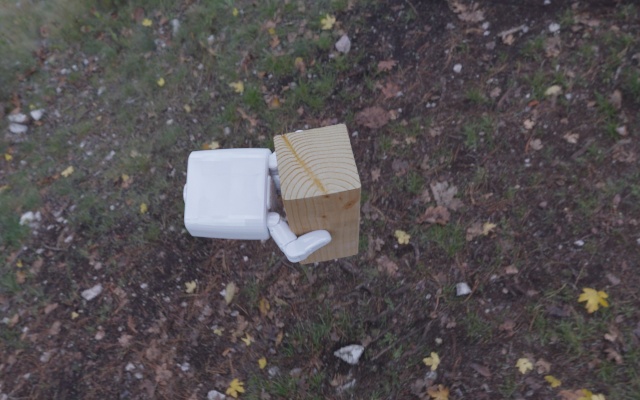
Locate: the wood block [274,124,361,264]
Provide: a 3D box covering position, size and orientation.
[{"bbox_3d":[0.000,0.002,0.634,0.090,0.090,0.206,-10,-27,-2],"label":"wood block"}]
